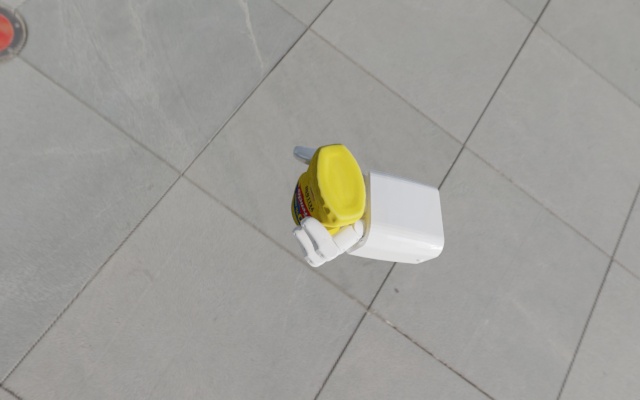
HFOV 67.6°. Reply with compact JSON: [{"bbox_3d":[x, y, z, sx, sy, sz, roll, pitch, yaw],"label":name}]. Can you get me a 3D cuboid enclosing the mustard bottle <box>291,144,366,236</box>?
[{"bbox_3d":[0.000,0.002,0.639,0.058,0.096,0.192,-13,-12,-18],"label":"mustard bottle"}]
